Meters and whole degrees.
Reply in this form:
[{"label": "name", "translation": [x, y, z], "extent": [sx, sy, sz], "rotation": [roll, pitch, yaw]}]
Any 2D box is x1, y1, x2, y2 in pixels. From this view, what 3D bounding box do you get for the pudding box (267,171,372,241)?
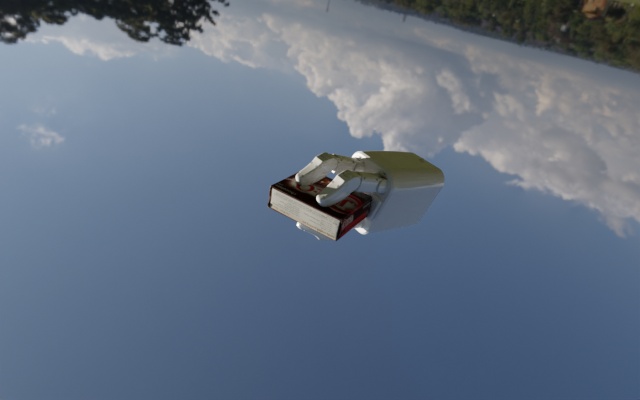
[{"label": "pudding box", "translation": [0.000, 0.002, 0.642], "extent": [0.113, 0.039, 0.090], "rotation": [23, 29, 23]}]
